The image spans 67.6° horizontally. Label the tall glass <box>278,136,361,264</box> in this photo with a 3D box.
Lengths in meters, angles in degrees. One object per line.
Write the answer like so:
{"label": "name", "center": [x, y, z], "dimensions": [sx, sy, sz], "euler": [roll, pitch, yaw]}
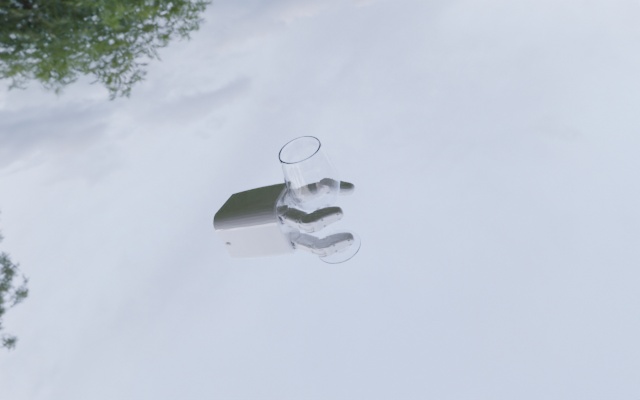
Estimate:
{"label": "tall glass", "center": [0.000, 0.003, 0.715], "dimensions": [0.079, 0.201, 0.079], "euler": [-13, 39, 11]}
